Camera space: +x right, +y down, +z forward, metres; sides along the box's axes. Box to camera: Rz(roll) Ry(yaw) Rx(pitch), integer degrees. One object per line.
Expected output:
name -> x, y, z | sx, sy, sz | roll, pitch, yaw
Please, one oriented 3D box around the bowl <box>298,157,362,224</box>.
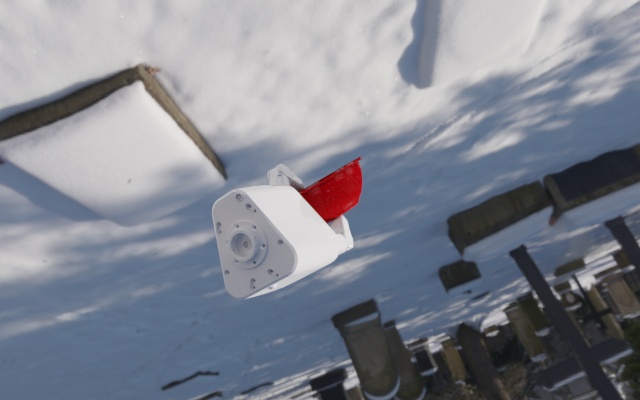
bowl -> 0.001, 0.002, 0.667 | 0.162, 0.055, 0.162 | -31, 2, 1
